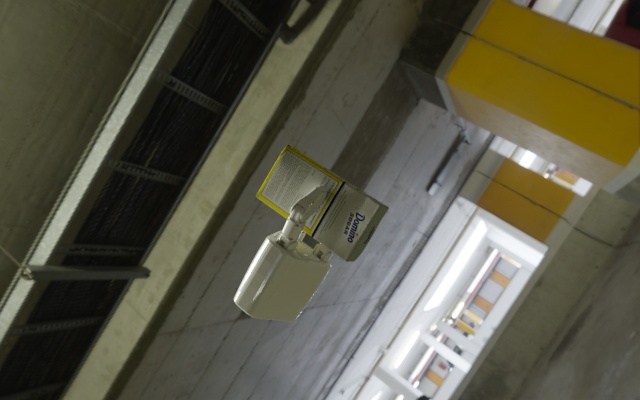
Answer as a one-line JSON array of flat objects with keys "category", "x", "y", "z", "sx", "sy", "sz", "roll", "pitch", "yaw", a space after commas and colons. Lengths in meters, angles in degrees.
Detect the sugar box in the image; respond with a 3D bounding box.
[{"category": "sugar box", "x": 0.000, "y": 0.002, "z": 0.686, "sx": 0.176, "sy": 0.093, "sz": 0.048, "roll": 34, "pitch": 8, "yaw": 22}]
